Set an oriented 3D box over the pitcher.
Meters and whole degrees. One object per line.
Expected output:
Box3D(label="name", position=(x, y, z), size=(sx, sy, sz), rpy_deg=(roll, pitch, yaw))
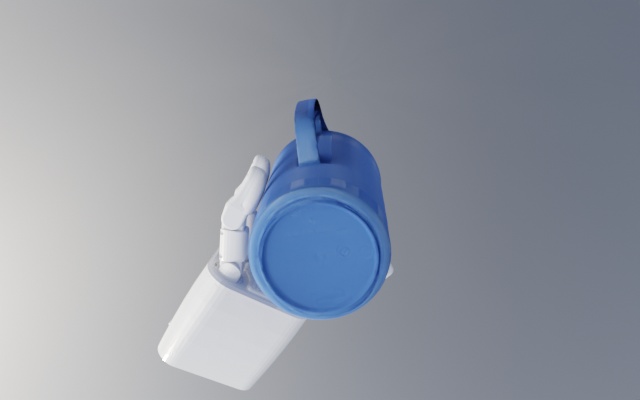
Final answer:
Box3D(label="pitcher", position=(0.000, 0.002, 0.462), size=(0.149, 0.145, 0.242), rpy_deg=(36, 13, -8))
